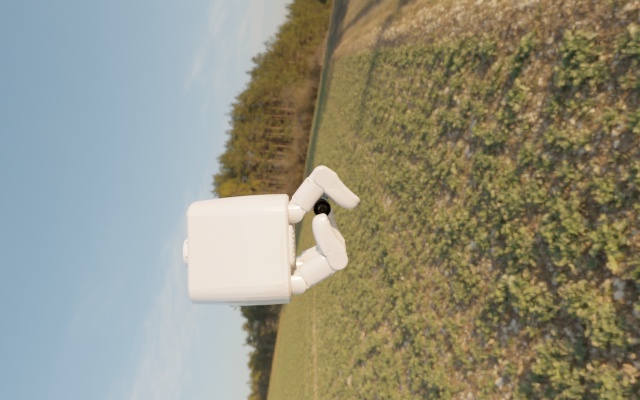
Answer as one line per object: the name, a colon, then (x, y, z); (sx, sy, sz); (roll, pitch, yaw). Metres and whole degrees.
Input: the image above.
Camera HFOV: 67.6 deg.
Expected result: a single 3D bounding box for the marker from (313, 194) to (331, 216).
marker: (0.000, 0.002, 0.553); (0.020, 0.020, 0.121); (0, 8, -2)
